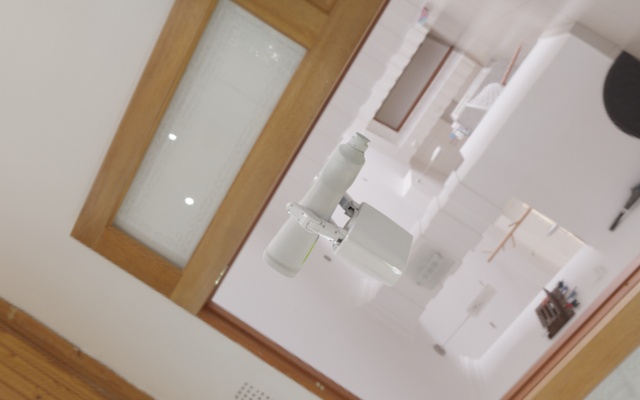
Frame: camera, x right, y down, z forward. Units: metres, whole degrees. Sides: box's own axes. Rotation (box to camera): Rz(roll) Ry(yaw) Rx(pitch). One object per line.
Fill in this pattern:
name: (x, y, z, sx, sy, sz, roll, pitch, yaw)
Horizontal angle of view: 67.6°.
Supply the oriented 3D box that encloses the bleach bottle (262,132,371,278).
bleach bottle: (0.000, 0.003, 0.776, 0.068, 0.251, 0.102, 33, 19, -1)
